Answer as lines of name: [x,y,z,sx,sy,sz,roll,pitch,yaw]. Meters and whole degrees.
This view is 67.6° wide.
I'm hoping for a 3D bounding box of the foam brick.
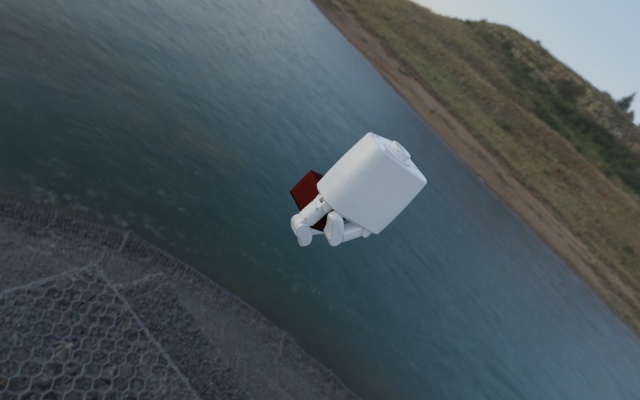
foam brick: [0.000,0.002,0.717,0.053,0.078,0.051,21,-60,-46]
